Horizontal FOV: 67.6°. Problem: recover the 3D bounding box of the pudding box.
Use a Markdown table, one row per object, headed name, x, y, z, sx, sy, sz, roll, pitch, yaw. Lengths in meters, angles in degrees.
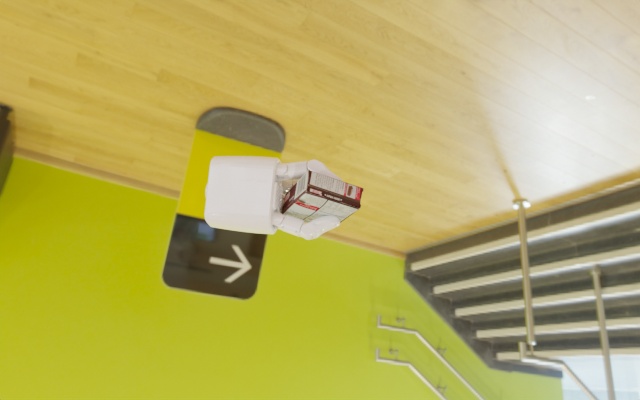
| name | x | y | z | sx | sy | sz | roll | pitch | yaw |
| --- | --- | --- | --- | --- | --- | --- | --- | --- | --- |
| pudding box | 0.000 | 0.003 | 0.727 | 0.090 | 0.039 | 0.113 | 17 | -23 | -17 |
